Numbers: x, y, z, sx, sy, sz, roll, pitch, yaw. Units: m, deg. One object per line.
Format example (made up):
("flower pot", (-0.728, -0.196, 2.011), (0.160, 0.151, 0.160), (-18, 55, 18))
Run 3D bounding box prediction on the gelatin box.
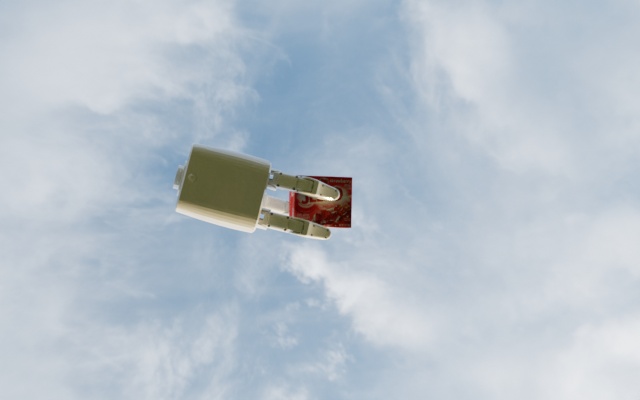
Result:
("gelatin box", (0.000, 0.002, 0.672), (0.089, 0.073, 0.030), (2, -2, -22))
